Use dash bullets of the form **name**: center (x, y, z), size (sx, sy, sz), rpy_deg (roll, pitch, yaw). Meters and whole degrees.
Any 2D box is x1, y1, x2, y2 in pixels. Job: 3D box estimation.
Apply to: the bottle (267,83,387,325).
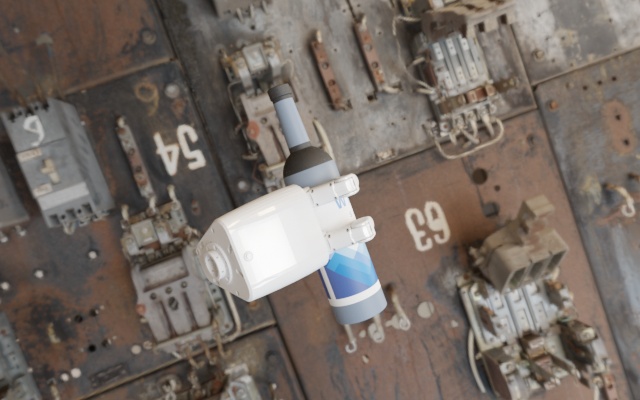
- **bottle**: center (0.000, 0.002, 0.584), size (0.069, 0.296, 0.069), rpy_deg (-20, 5, 2)
